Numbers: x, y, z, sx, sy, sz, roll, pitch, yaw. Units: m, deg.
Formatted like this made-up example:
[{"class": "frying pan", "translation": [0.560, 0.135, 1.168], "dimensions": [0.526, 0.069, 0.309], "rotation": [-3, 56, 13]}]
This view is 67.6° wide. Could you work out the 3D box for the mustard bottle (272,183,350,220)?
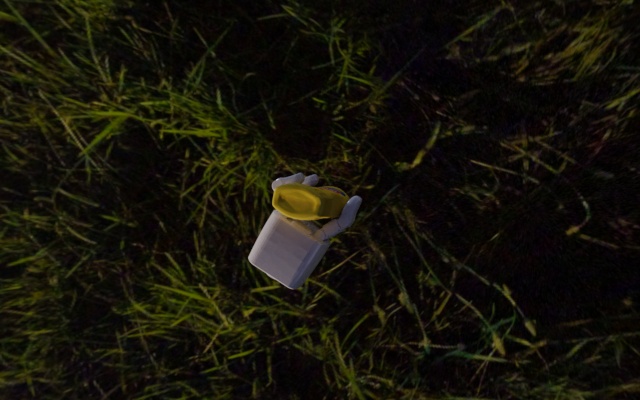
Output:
[{"class": "mustard bottle", "translation": [0.000, 0.002, 0.850], "dimensions": [0.096, 0.058, 0.191], "rotation": [10, 4, 23]}]
